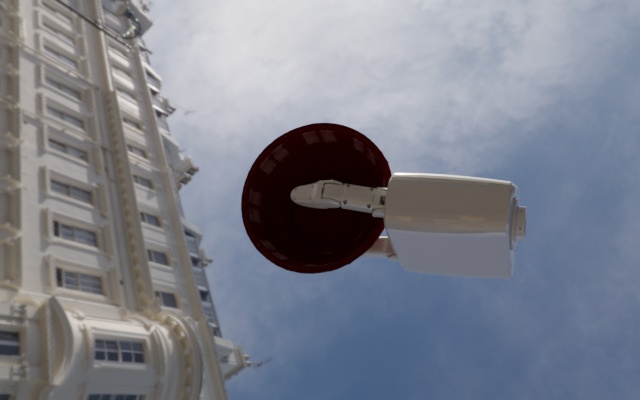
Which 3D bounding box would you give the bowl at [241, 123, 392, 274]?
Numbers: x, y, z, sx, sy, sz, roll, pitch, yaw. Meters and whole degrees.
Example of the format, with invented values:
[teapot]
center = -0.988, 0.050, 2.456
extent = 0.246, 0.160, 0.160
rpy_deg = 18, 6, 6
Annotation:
[bowl]
center = -0.001, 0.001, 0.509
extent = 0.162, 0.162, 0.055
rpy_deg = 0, -18, 15
